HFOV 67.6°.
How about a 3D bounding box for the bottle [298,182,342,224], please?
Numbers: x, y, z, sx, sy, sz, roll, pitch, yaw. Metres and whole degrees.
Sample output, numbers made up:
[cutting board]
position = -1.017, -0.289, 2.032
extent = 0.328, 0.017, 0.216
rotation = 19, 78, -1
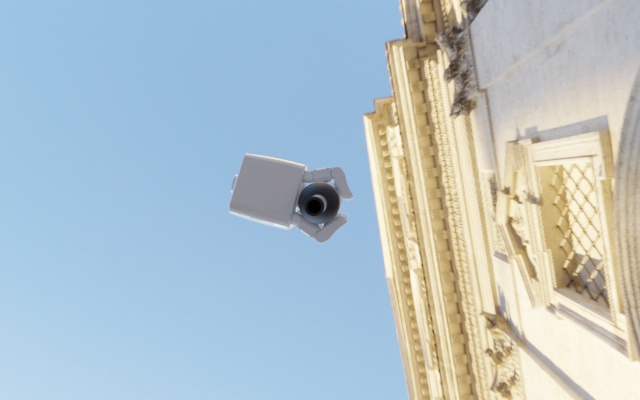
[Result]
[bottle]
position = 0.000, 0.003, 0.788
extent = 0.069, 0.069, 0.295
rotation = 0, 2, 3
